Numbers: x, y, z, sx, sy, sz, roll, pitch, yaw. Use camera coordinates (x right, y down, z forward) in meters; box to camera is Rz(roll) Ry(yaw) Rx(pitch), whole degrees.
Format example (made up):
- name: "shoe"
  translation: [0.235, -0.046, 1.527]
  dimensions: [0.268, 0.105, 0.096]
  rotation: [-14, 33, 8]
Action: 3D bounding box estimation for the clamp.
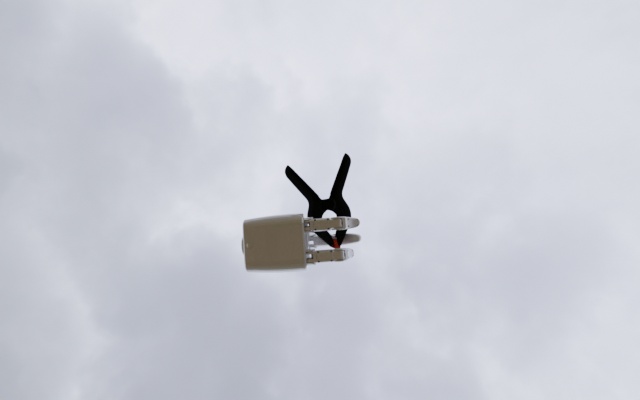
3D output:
- name: "clamp"
  translation: [0.000, 0.003, 0.856]
  dimensions: [0.120, 0.171, 0.039]
  rotation: [-4, -5, 1]
